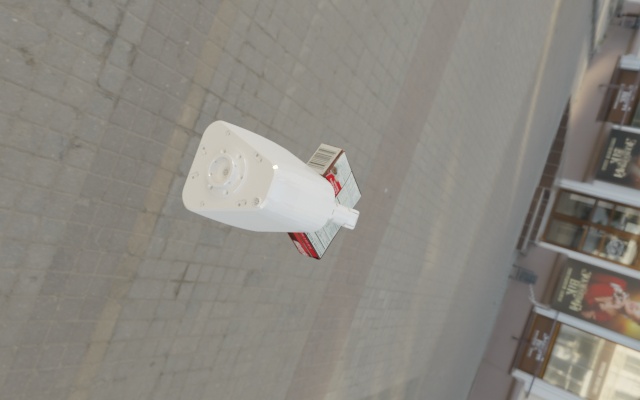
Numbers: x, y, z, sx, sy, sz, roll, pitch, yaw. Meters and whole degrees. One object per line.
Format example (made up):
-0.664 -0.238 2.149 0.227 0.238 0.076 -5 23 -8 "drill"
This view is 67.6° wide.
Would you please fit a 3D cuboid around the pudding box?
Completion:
0.000 0.002 0.583 0.039 0.113 0.090 19 -30 34 "pudding box"
